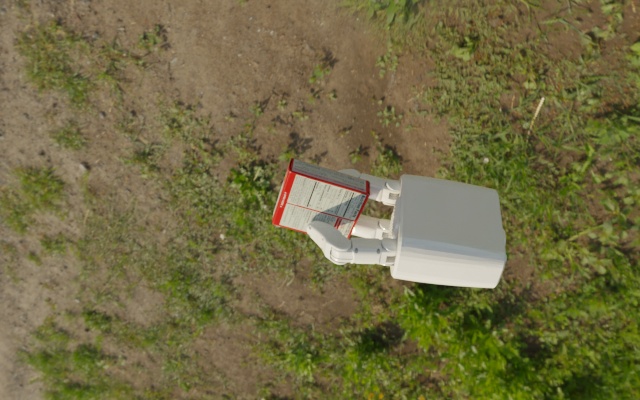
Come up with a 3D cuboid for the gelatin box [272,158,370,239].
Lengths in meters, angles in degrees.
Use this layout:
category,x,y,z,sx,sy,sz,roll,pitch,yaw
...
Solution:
category,x,y,z,sx,sy,sz,roll,pitch,yaw
gelatin box,0.000,0.002,0.512,0.089,0.073,0.030,15,36,-8
